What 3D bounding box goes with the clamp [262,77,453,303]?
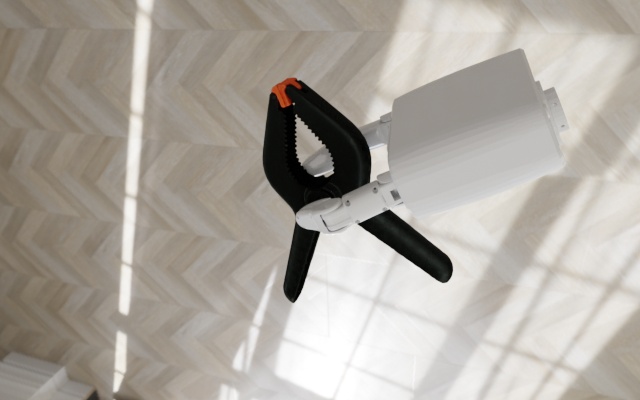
[{"bbox_3d":[0.000,0.001,0.414,0.164,0.210,0.036,-21,17,27],"label":"clamp"}]
